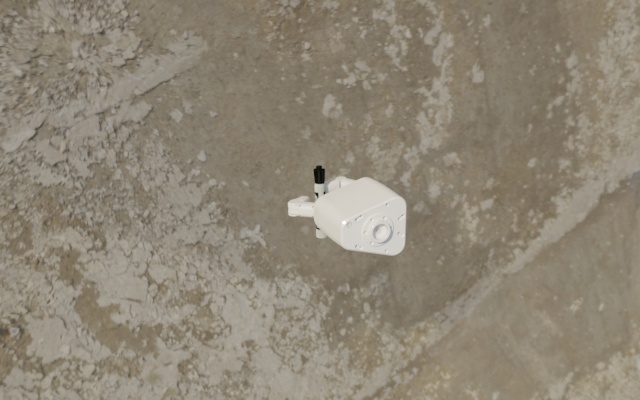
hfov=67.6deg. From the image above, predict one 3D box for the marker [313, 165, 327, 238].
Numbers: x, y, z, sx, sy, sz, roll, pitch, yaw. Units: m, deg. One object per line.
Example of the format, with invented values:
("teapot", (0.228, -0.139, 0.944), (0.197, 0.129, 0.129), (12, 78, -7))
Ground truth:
("marker", (0.000, 0.003, 0.775), (0.020, 0.121, 0.020), (-2, 18, 1))
